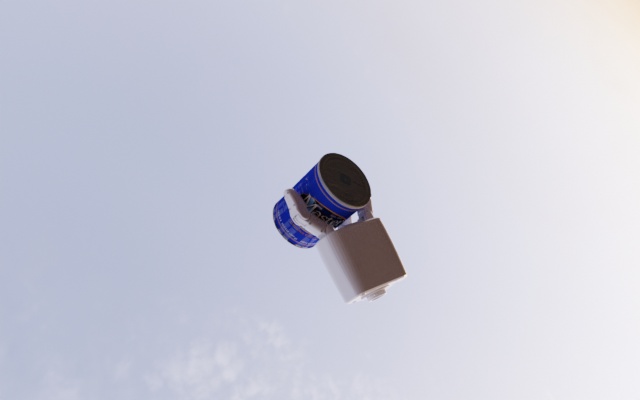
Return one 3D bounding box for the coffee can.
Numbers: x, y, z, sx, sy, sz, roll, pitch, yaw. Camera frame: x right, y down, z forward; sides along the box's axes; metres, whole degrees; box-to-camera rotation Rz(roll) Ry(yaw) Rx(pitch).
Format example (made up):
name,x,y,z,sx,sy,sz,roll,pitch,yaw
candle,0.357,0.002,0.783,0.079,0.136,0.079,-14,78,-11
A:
name,x,y,z,sx,sy,sz,roll,pitch,yaw
coffee can,0.000,0.002,0.791,0.103,0.102,0.140,0,-31,-42
